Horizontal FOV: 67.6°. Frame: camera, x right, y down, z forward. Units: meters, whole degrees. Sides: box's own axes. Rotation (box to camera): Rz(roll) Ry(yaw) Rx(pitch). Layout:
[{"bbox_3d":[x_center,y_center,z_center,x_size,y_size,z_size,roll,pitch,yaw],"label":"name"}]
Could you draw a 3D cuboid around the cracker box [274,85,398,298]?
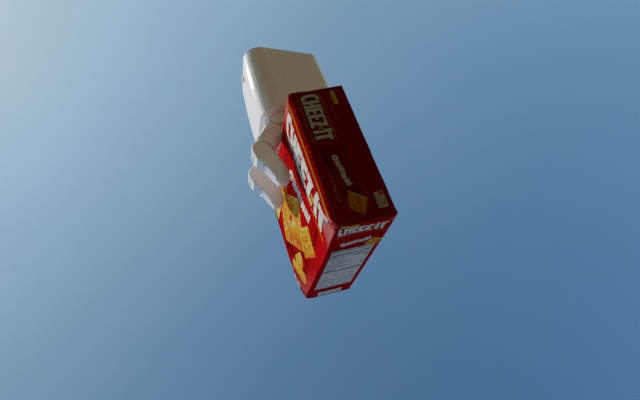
[{"bbox_3d":[0.000,0.002,0.560,0.072,0.164,0.214,-12,-26,-17],"label":"cracker box"}]
